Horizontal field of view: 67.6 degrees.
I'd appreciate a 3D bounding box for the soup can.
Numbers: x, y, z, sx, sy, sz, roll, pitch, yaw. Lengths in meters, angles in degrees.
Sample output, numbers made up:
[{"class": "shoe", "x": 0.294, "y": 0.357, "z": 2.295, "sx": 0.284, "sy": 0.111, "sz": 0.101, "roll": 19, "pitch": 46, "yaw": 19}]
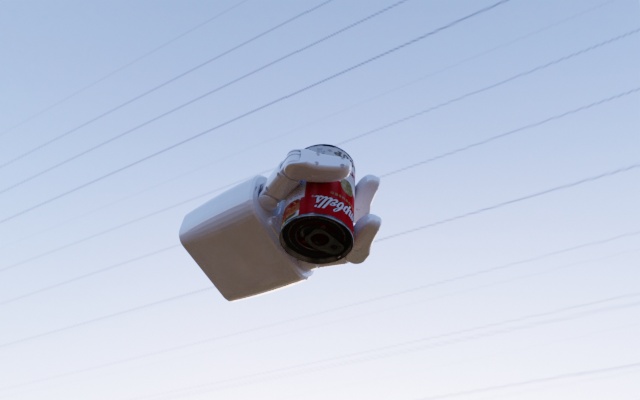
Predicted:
[{"class": "soup can", "x": 0.000, "y": 0.001, "z": 0.467, "sx": 0.068, "sy": 0.069, "sz": 0.102, "roll": 3, "pitch": 45, "yaw": 3}]
